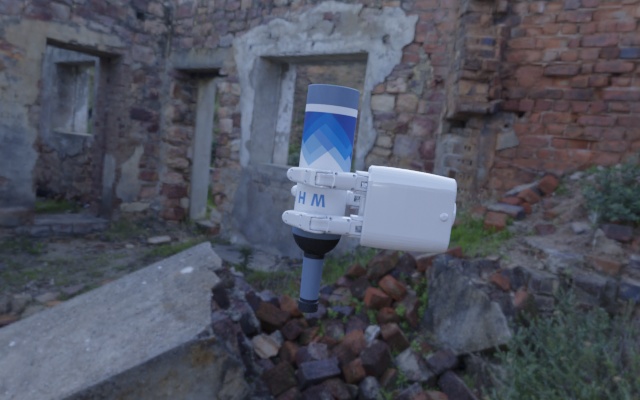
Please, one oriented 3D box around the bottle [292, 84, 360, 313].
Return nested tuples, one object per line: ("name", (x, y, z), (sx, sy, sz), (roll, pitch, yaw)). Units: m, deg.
("bottle", (0.000, 0.002, 0.628), (0.069, 0.296, 0.069), (7, 6, -1))
